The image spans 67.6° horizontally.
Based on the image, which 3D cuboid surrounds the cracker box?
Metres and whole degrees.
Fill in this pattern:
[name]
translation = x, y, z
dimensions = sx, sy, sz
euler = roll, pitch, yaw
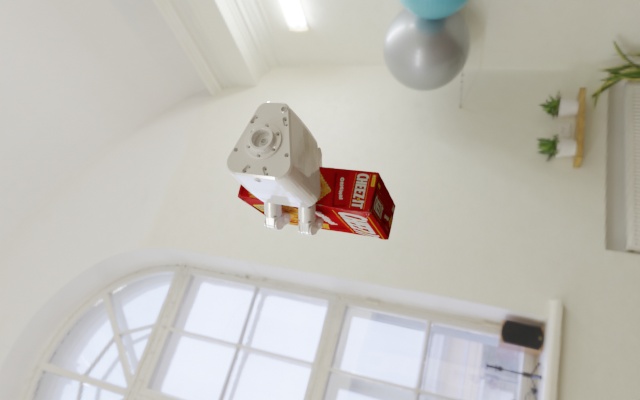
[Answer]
[cracker box]
translation = 0.000, 0.002, 0.772
dimensions = 0.213, 0.072, 0.164
euler = 8, -15, 20
